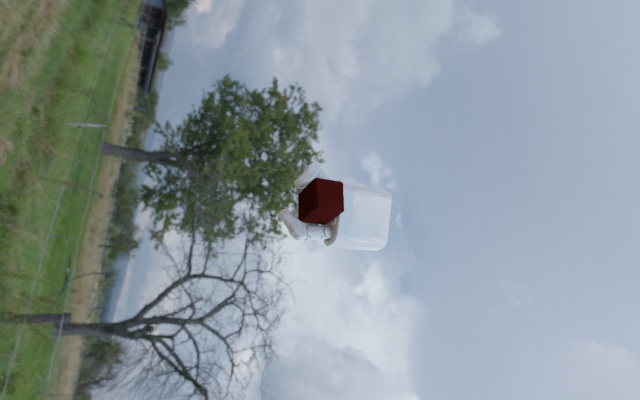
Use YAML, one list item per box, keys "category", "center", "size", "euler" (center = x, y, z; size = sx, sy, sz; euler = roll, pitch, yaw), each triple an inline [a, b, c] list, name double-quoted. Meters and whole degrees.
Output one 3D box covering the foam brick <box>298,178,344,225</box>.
- category: "foam brick"
  center: [0.000, 0.003, 0.795]
  size: [0.051, 0.053, 0.078]
  euler: [9, -23, -23]
